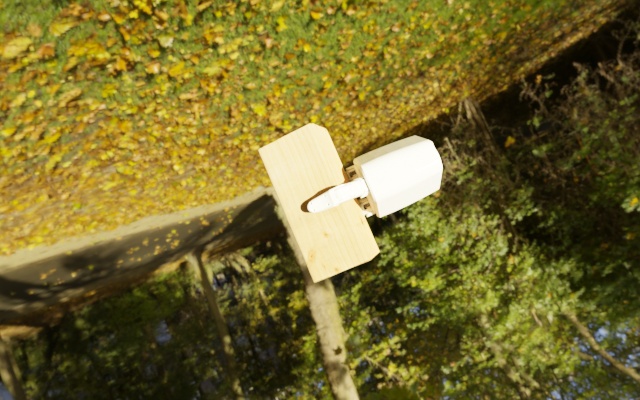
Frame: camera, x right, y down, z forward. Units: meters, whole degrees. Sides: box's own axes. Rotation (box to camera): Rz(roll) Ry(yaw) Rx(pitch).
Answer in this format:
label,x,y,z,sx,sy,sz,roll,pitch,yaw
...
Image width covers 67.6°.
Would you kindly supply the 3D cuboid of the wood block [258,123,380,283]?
label,x,y,z,sx,sy,sz,roll,pitch,yaw
wood block,0.000,0.002,0.704,0.090,0.206,0.091,-24,-4,15
